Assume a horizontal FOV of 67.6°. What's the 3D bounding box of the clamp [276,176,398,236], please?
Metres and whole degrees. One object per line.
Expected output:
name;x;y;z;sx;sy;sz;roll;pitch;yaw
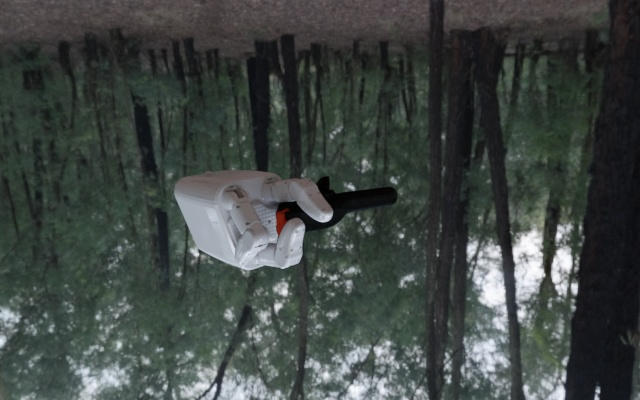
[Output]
clamp;0.000;0.003;0.592;0.171;0.039;0.120;-15;16;-42
